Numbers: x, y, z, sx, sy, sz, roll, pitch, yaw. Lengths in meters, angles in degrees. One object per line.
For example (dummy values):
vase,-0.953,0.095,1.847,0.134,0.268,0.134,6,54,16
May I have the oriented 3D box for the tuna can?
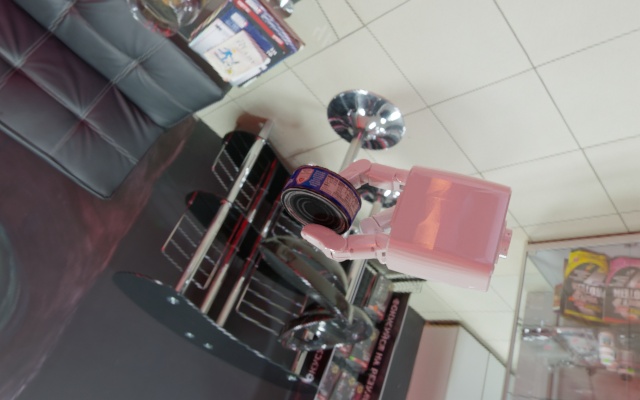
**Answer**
tuna can,0.000,0.002,0.528,0.086,0.033,0.086,22,-30,13
